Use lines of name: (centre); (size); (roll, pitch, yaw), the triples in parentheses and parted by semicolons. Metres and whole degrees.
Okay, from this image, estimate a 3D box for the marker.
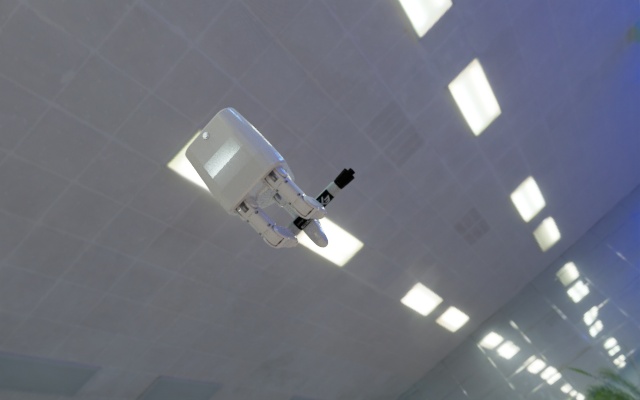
marker: (0.000, 0.002, 0.635); (0.121, 0.020, 0.020); (-45, -11, 11)
